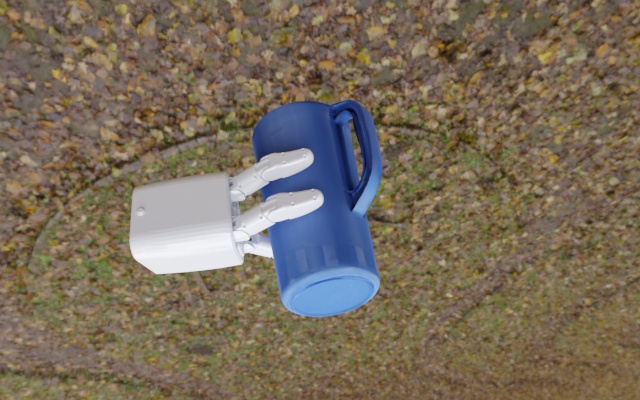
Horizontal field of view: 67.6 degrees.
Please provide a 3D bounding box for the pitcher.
[{"bbox_3d":[0.000,0.002,0.568,0.145,0.242,0.149,-7,-36,-7],"label":"pitcher"}]
